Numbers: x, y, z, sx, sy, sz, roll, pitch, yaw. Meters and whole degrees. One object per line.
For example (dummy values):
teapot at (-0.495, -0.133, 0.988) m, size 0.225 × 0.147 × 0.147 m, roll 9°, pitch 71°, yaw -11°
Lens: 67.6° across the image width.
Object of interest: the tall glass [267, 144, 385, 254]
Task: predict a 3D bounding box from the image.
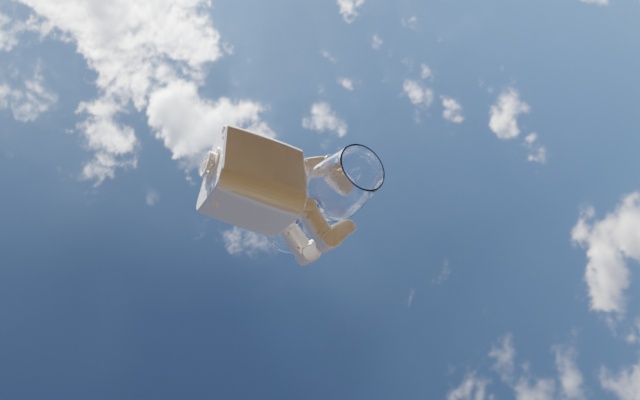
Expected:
tall glass at (0.000, 0.002, 0.624) m, size 0.079 × 0.079 × 0.201 m, roll 0°, pitch -24°, yaw -33°
